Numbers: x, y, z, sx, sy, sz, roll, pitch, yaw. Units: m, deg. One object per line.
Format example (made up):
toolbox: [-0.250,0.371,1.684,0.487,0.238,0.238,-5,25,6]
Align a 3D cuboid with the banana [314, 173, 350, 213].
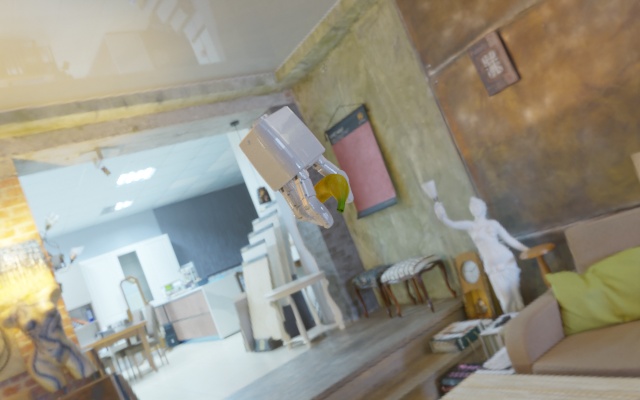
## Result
banana: [0.010,-0.013,0.841,0.037,0.069,0.198,32,-10,-13]
